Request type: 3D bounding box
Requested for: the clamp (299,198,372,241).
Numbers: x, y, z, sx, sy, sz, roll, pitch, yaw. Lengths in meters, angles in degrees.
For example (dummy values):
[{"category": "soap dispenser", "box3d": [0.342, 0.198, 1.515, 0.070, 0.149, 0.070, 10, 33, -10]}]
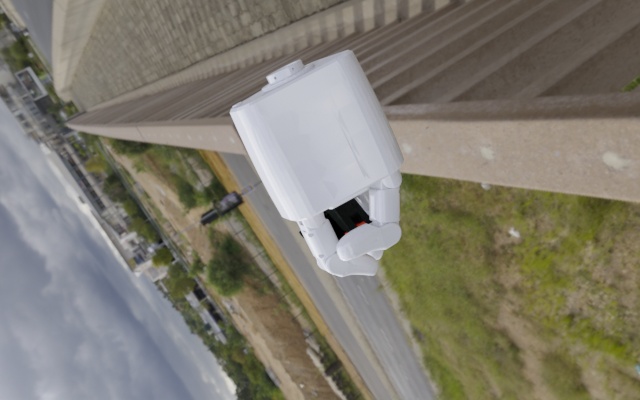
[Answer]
[{"category": "clamp", "box3d": [0.000, 0.002, 0.504, 0.039, 0.120, 0.171, -34, 20, -20]}]
